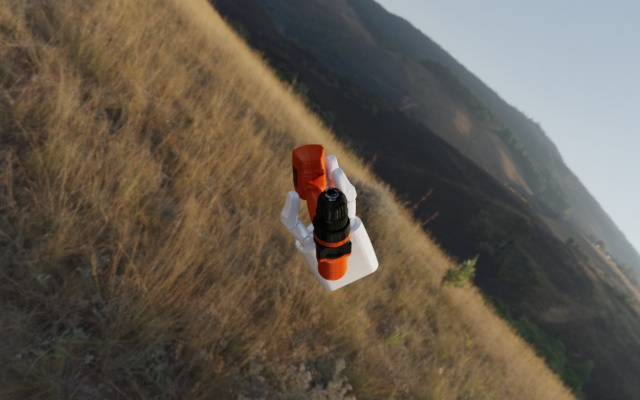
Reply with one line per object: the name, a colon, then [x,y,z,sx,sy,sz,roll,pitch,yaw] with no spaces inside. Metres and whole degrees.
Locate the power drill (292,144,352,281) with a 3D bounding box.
power drill: [0.000,0.002,0.718,0.057,0.187,0.185,-9,-42,-8]
